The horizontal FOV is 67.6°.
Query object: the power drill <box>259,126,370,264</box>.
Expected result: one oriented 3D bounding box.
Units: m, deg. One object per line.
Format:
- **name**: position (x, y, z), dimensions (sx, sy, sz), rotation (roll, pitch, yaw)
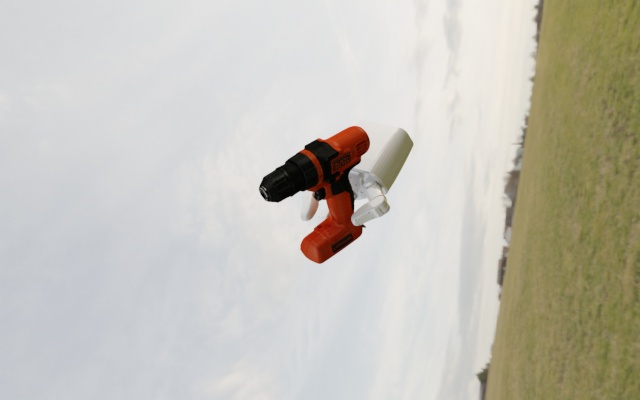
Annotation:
- **power drill**: position (0.000, 0.002, 0.694), dimensions (0.184, 0.188, 0.057), rotation (-31, 47, -27)
